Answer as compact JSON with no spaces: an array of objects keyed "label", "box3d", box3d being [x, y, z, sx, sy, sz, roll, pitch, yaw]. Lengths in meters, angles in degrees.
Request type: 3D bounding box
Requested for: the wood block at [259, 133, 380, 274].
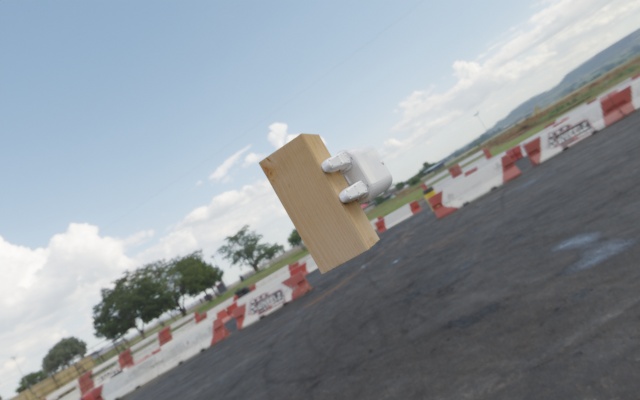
[{"label":"wood block","box3d":[0.000,0.003,0.782,0.091,0.206,0.090,-32,-4,20]}]
